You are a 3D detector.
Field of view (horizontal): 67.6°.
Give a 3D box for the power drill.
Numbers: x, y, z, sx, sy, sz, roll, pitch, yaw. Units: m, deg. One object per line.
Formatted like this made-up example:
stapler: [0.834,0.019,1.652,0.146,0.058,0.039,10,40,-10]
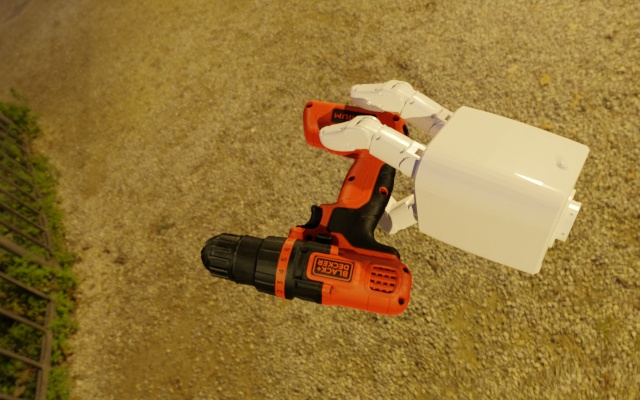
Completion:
power drill: [0.000,0.001,0.439,0.184,0.187,0.057,11,-22,6]
